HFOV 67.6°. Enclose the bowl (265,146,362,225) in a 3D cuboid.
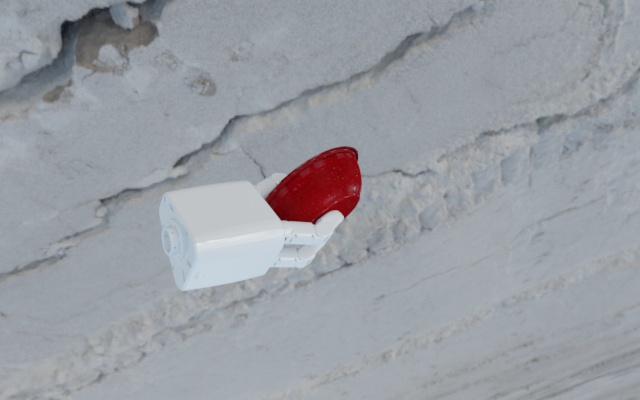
[{"bbox_3d":[0.001,0.002,0.639,0.162,0.055,0.162,-33,-19,-13],"label":"bowl"}]
